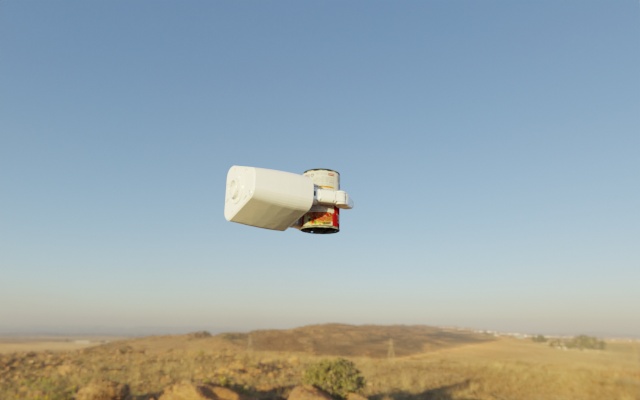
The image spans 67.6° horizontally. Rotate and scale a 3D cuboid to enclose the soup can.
[{"bbox_3d":[0.001,0.002,0.826,0.068,0.102,0.068,1,-15,0],"label":"soup can"}]
